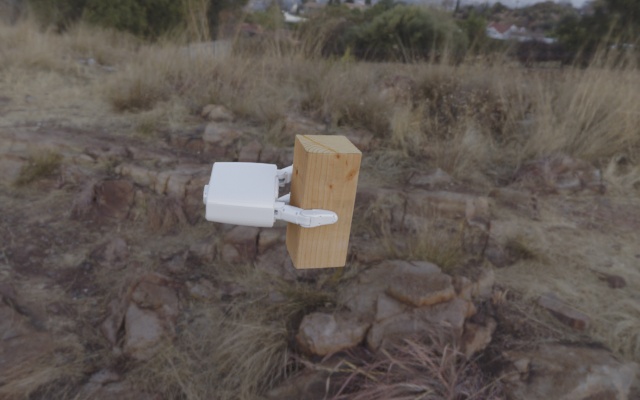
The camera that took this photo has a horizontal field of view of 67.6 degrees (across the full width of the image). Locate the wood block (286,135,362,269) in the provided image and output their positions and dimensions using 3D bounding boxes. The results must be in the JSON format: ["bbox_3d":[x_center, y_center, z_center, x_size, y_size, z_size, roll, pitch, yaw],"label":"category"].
[{"bbox_3d":[0.000,0.003,0.803,0.090,0.206,0.090,-1,25,-16],"label":"wood block"}]
